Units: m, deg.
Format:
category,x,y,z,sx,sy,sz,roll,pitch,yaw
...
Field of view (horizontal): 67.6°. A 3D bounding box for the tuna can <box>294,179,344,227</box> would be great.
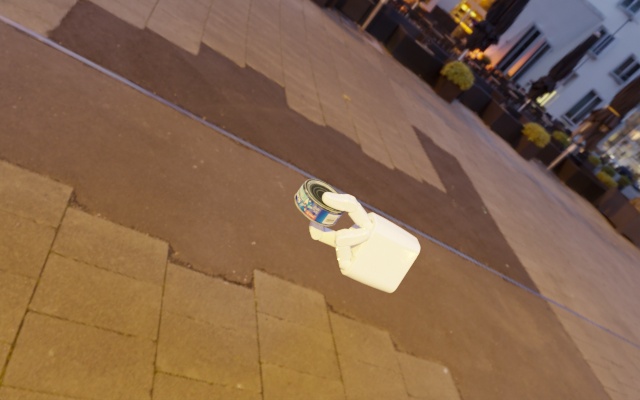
category,x,y,z,sx,sy,sz,roll,pitch,yaw
tuna can,0.000,0.002,0.816,0.086,0.034,0.086,27,29,-17
